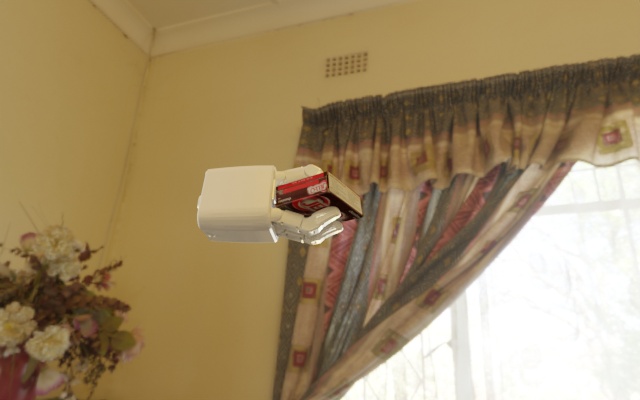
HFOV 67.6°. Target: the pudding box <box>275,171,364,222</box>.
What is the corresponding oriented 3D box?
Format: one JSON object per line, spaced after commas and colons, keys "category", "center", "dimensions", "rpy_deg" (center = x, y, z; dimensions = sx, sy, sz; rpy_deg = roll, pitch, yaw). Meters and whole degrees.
{"category": "pudding box", "center": [0.000, 0.002, 0.711], "dimensions": [0.090, 0.039, 0.113], "rpy_deg": [-14, -25, 27]}
